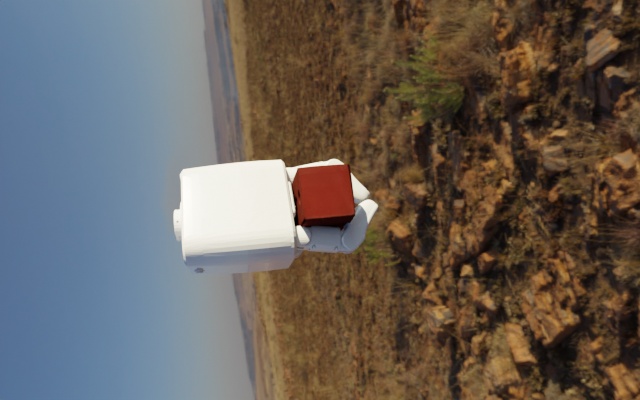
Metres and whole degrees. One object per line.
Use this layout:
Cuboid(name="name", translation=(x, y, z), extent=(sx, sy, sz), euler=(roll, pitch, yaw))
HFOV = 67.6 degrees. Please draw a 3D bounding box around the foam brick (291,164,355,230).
Cuboid(name="foam brick", translation=(0.000, 0.001, 0.481), extent=(0.051, 0.053, 0.078), euler=(-4, -16, -10))
